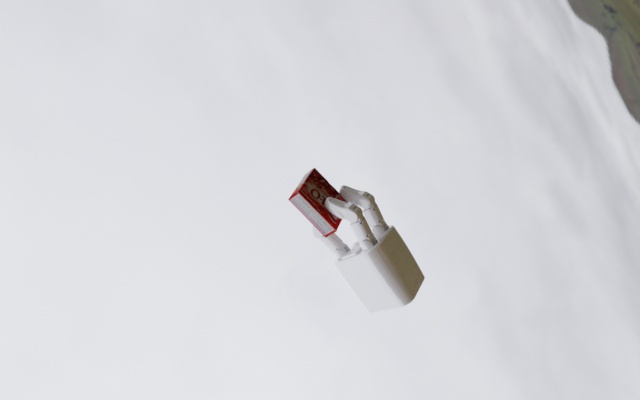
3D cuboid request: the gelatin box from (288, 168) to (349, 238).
[{"bbox_3d":[0.000,0.002,0.759,0.030,0.089,0.073,-34,16,38],"label":"gelatin box"}]
